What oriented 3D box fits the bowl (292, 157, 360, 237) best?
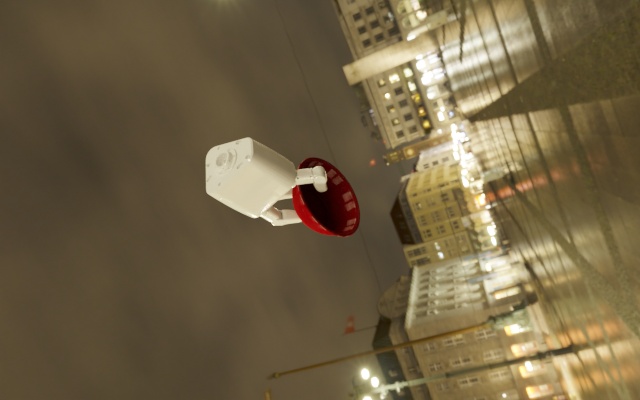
[{"bbox_3d":[0.001,0.004,0.885,0.055,0.162,0.162,-33,-21,35],"label":"bowl"}]
